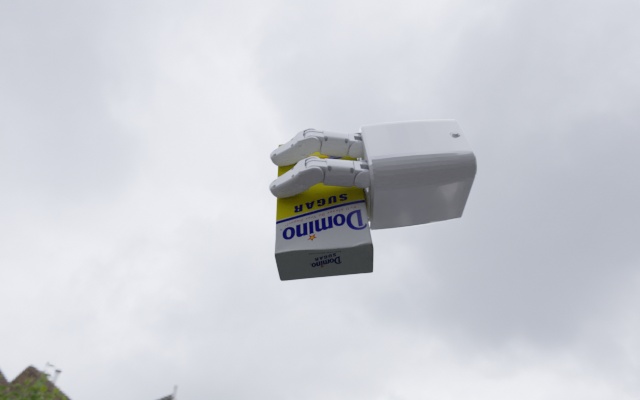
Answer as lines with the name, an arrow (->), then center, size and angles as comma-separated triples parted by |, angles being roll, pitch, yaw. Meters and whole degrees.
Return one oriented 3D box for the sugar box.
sugar box -> 0.000, 0.001, 0.507 | 0.093, 0.048, 0.176 | -6, 39, 0
